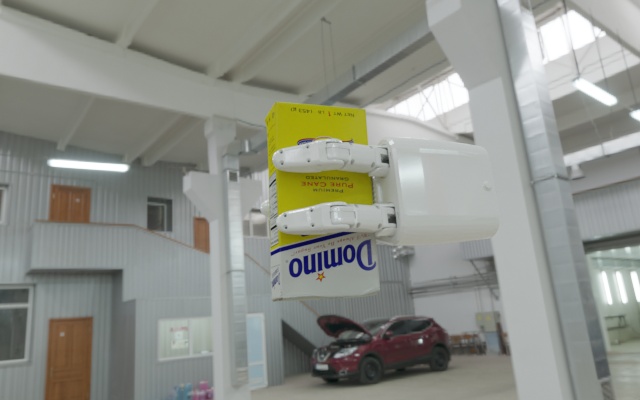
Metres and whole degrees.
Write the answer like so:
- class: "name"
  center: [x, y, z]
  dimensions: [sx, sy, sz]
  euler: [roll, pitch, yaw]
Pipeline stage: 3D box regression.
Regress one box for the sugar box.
- class: "sugar box"
  center: [0.000, 0.001, 0.440]
  dimensions: [0.093, 0.176, 0.048]
  euler: [0, -15, -18]
